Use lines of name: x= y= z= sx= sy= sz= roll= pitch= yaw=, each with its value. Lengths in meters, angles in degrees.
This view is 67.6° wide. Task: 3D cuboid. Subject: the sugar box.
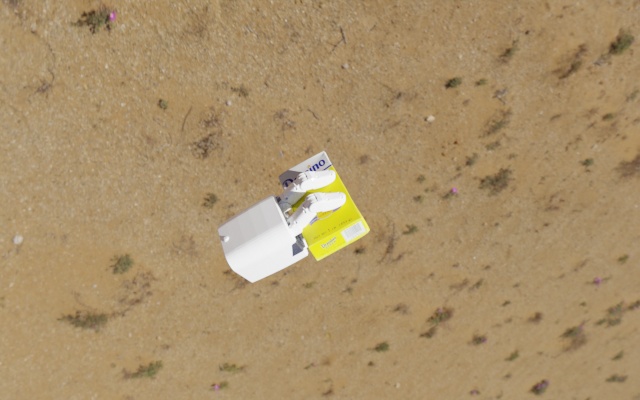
sugar box: x=0.000 y=0.002 z=0.761 sx=0.093 sy=0.176 sz=0.048 roll=-29 pitch=-43 yaw=1
